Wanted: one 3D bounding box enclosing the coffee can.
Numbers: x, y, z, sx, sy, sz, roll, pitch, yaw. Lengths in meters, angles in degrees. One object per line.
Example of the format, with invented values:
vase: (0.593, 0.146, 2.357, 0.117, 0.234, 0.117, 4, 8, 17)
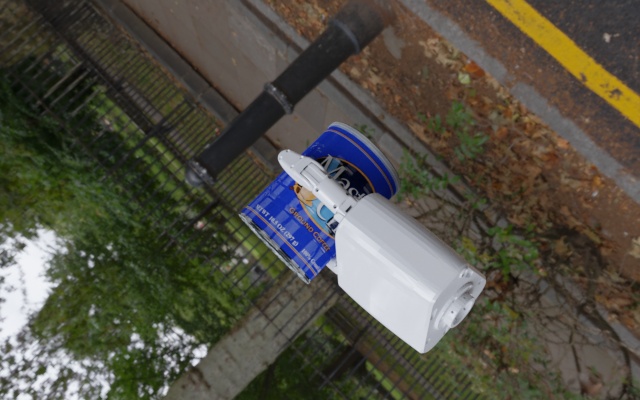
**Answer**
coffee can: (0.000, 0.001, 0.503, 0.140, 0.103, 0.103, -45, 10, -10)
